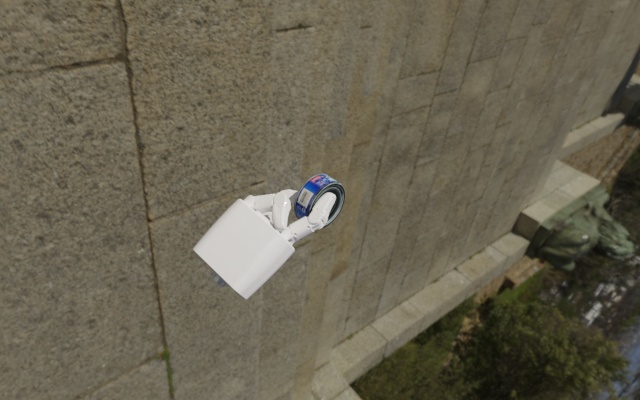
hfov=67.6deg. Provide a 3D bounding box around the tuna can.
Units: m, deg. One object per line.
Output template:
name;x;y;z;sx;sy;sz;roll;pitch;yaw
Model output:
tuna can;0.001;0.003;0.764;0.033;0.086;0.086;32;20;35
